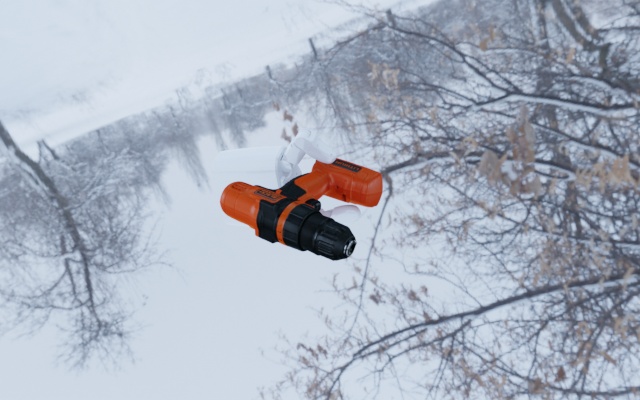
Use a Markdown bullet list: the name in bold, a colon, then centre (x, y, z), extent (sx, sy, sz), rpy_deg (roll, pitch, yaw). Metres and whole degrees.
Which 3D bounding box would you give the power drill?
- **power drill**: centre (0.000, 0.002, 0.591), extent (0.184, 0.057, 0.187), rpy_deg (22, 28, 30)
